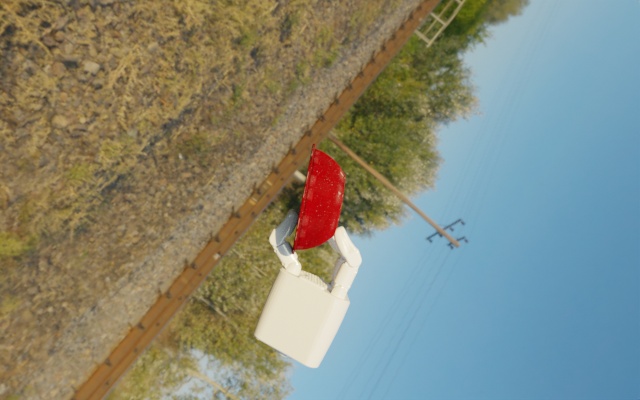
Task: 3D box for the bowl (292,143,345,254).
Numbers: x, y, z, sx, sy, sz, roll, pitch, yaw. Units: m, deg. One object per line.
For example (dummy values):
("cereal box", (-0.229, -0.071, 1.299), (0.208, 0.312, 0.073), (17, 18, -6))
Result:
("bowl", (0.001, 0.001, 0.684), (0.055, 0.162, 0.162), (10, 0, -2))
